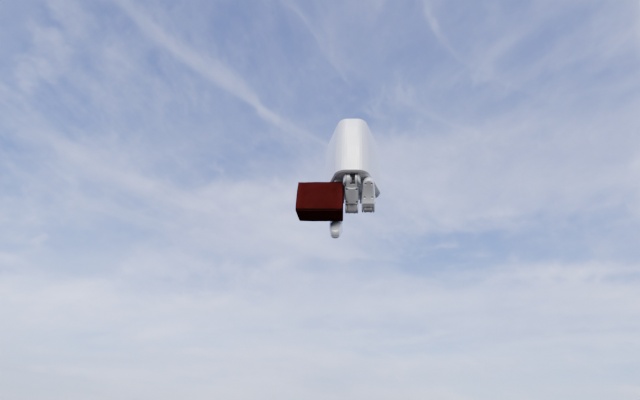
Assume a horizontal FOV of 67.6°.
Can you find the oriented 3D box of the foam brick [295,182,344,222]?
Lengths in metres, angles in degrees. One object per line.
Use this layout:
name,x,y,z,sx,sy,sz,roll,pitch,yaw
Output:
foam brick,0.000,0.003,0.799,0.078,0.051,0.053,0,-23,4
